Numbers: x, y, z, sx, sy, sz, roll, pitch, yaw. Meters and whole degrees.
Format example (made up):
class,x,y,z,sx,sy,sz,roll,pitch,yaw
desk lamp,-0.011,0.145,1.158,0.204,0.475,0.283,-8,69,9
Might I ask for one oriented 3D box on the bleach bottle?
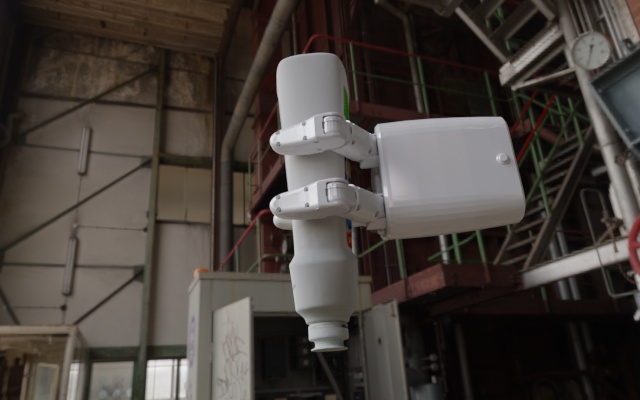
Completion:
class,x,y,z,sx,sy,sz,roll,pitch,yaw
bleach bottle,0.000,0.001,0.418,0.068,0.250,0.103,-5,-22,4
